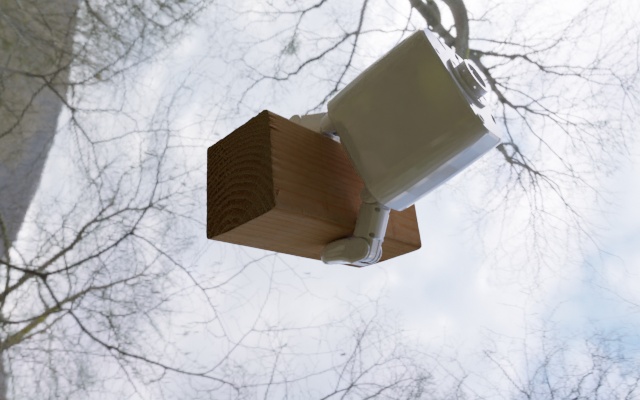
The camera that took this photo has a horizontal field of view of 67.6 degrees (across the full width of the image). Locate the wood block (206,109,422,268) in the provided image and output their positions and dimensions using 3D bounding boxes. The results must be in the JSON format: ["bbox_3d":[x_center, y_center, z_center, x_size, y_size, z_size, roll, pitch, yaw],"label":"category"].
[{"bbox_3d":[0.000,0.002,0.465,0.090,0.090,0.206,-24,-29,38],"label":"wood block"}]
